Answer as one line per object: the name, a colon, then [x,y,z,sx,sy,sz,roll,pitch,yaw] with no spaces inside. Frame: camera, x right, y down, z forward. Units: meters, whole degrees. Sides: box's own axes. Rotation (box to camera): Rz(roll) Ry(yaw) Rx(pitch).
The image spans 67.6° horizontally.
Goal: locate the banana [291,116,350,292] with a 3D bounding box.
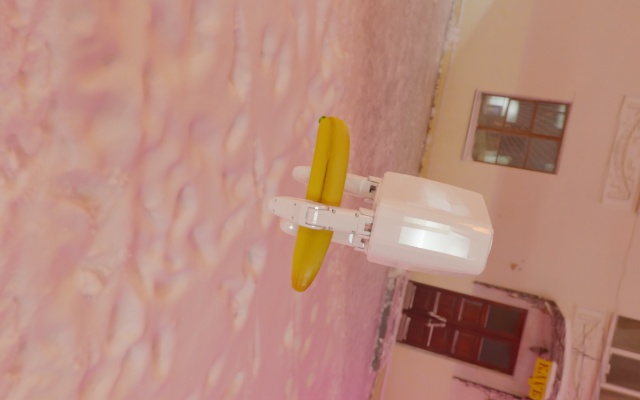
banana: [0.003,-0.006,0.484,0.037,0.197,0.070,12,-16,-4]
